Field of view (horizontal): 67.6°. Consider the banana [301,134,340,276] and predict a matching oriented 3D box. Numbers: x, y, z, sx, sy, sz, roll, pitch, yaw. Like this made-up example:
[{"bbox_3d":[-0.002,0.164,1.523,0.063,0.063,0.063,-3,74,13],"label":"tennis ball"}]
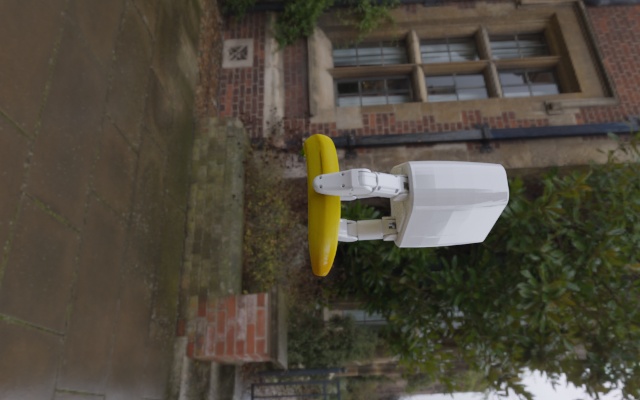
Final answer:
[{"bbox_3d":[0.002,-0.013,0.536,0.037,0.197,0.070,1,-42,-7],"label":"banana"}]
